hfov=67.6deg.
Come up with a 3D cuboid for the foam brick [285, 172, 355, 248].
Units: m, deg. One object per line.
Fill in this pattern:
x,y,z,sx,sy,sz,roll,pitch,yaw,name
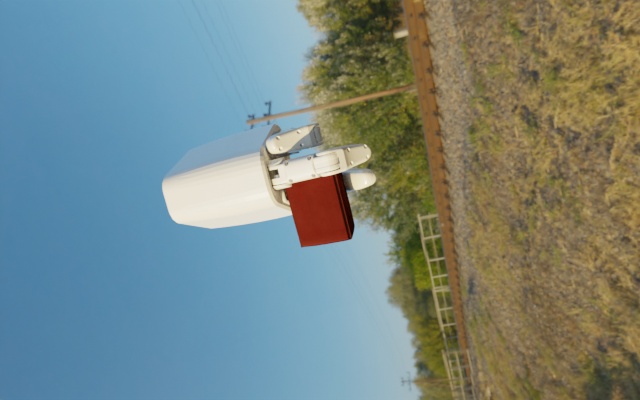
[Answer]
0.000,0.002,0.480,0.051,0.078,0.053,-13,7,10,foam brick
